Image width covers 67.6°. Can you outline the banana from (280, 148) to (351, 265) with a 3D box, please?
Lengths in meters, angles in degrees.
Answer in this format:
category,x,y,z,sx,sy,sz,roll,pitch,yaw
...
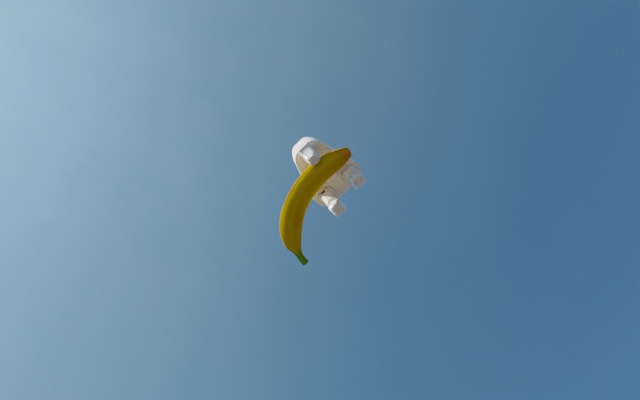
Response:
category,x,y,z,sx,sy,sz,roll,pitch,yaw
banana,-0.018,-0.001,0.753,0.069,0.198,0.037,21,7,-11
